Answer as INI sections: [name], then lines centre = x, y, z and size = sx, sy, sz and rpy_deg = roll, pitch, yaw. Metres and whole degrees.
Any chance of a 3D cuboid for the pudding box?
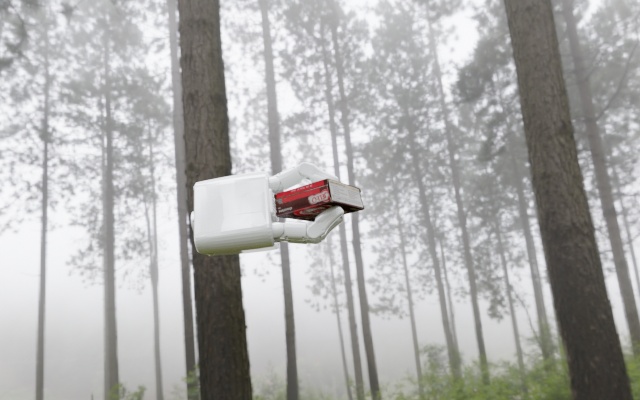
[pudding box]
centre = 0.000, 0.002, 0.693
size = 0.090, 0.039, 0.113
rpy_deg = -14, -11, 27
